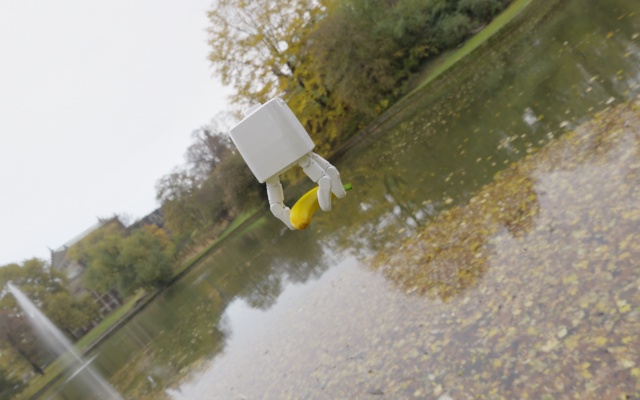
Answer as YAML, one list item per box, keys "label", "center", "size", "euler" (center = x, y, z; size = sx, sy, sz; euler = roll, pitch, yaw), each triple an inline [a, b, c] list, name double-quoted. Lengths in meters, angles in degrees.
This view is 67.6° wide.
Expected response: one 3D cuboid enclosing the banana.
- label: "banana"
  center: [-0.013, 0.007, 0.849]
  size: [0.069, 0.037, 0.197]
  euler: [-20, 12, 34]
